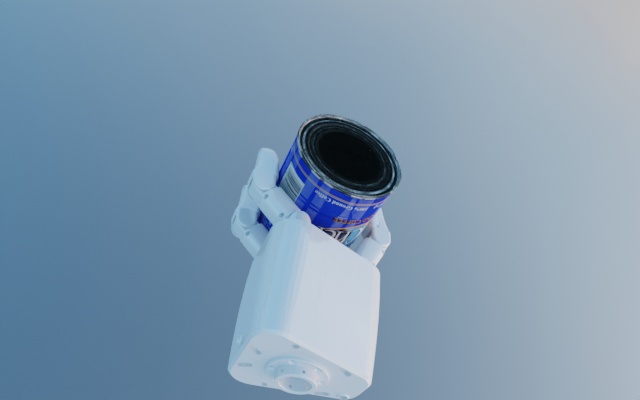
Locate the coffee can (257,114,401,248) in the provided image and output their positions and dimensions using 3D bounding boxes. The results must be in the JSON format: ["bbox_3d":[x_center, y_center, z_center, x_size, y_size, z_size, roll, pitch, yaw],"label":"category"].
[{"bbox_3d":[0.000,0.002,0.472,0.103,0.102,0.140,0,-39,-30],"label":"coffee can"}]
